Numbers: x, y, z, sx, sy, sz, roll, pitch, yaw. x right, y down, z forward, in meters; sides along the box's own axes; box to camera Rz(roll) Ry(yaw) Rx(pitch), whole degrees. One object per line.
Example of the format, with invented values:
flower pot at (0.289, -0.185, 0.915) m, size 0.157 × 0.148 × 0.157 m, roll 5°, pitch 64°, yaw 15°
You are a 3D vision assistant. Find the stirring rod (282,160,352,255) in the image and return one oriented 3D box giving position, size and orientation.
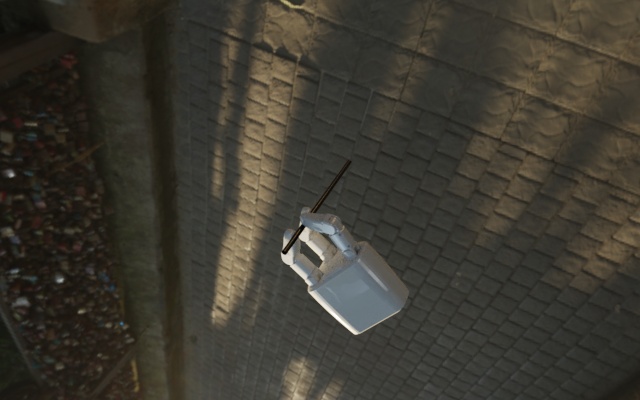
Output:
stirring rod at (0.000, 0.002, 0.737) m, size 0.011 × 0.011 × 0.239 m, roll 0°, pitch 35°, yaw 31°
